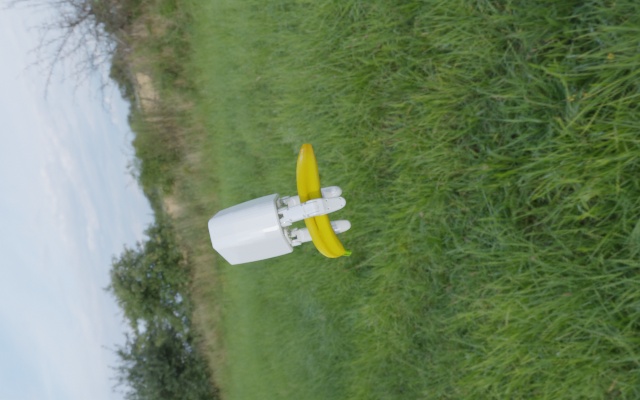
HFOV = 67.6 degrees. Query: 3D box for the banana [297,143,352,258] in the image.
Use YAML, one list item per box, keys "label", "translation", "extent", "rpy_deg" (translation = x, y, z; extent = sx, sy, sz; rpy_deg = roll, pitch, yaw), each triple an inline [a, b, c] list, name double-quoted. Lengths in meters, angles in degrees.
- label: "banana"
  translation: [-0.004, 0.012, 0.742]
  extent: [0.037, 0.198, 0.069]
  rpy_deg: [-14, 14, 22]
